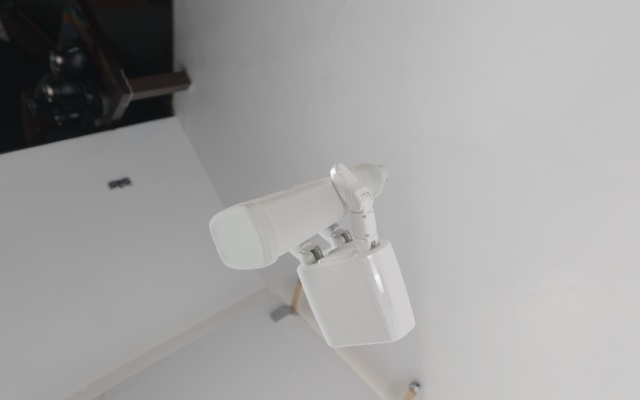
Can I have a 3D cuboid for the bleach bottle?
[{"bbox_3d":[0.000,0.002,0.565,0.250,0.068,0.102,-24,6,-40],"label":"bleach bottle"}]
